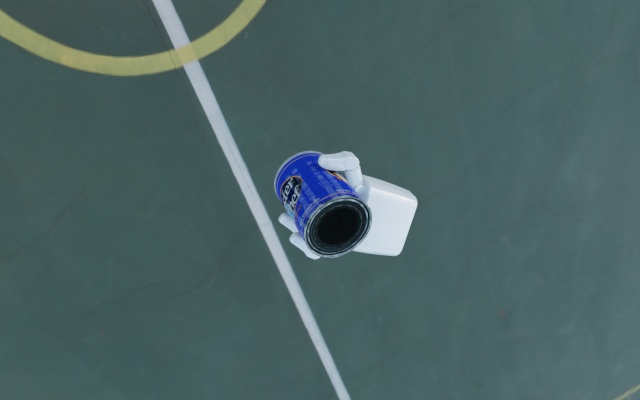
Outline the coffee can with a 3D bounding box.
[{"bbox_3d":[0.000,0.002,0.709,0.103,0.103,0.140,0,31,-25],"label":"coffee can"}]
